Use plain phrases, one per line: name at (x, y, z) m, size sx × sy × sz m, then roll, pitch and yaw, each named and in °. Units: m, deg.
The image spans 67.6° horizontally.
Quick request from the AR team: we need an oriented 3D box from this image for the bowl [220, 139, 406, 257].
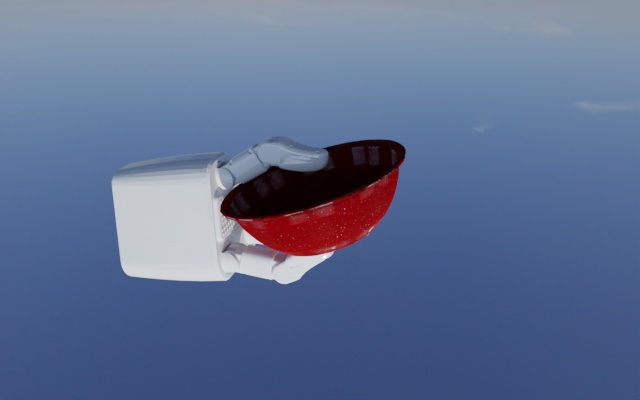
bowl at (0.001, 0.002, 0.408) m, size 0.162 × 0.055 × 0.162 m, roll -17°, pitch 19°, yaw 6°
